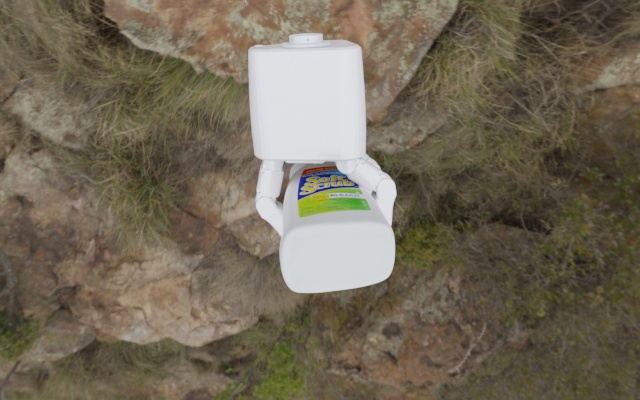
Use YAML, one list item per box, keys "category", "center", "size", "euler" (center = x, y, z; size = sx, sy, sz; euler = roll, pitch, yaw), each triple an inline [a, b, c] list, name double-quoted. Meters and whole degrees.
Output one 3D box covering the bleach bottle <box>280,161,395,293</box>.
- category: "bleach bottle"
  center: [0.000, 0.002, 0.513]
  size: [0.102, 0.068, 0.250]
  euler: [-5, 23, -7]
